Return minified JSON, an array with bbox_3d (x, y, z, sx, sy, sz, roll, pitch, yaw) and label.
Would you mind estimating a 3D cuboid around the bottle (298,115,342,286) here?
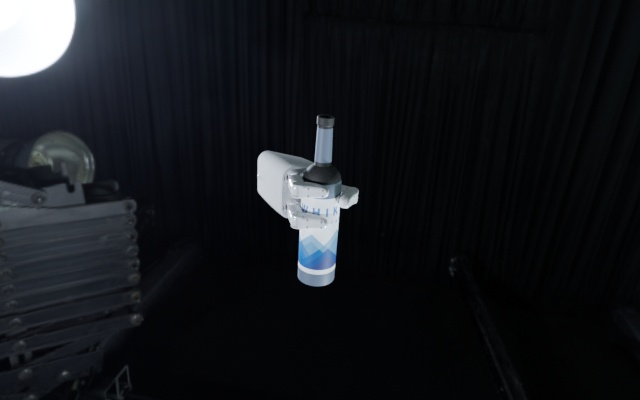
[{"bbox_3d":[0.000,0.003,0.811,0.069,0.296,0.069,3,23,-1],"label":"bottle"}]
